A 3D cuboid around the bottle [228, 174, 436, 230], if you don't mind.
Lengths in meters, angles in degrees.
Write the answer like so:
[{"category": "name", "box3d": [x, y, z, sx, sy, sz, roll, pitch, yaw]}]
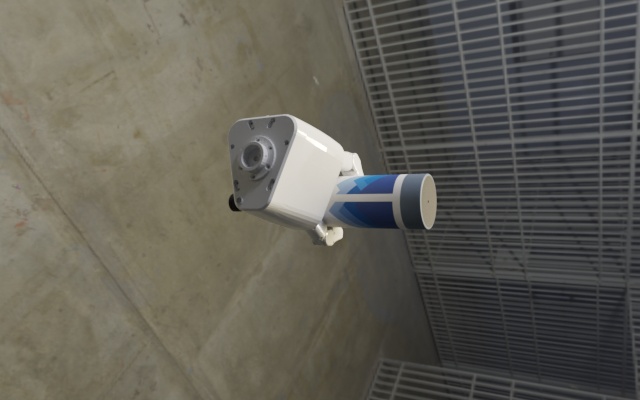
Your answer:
[{"category": "bottle", "box3d": [0.000, 0.002, 0.637, 0.296, 0.069, 0.069, 0, 0, 29]}]
